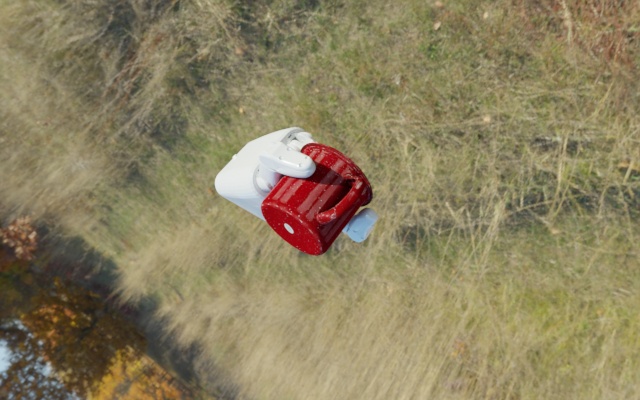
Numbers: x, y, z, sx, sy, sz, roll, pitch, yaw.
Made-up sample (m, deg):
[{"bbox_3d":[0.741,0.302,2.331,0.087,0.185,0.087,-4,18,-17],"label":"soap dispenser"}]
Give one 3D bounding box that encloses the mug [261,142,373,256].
[{"bbox_3d":[0.001,0.002,0.479,0.093,0.081,0.117,50,-26,-23],"label":"mug"}]
